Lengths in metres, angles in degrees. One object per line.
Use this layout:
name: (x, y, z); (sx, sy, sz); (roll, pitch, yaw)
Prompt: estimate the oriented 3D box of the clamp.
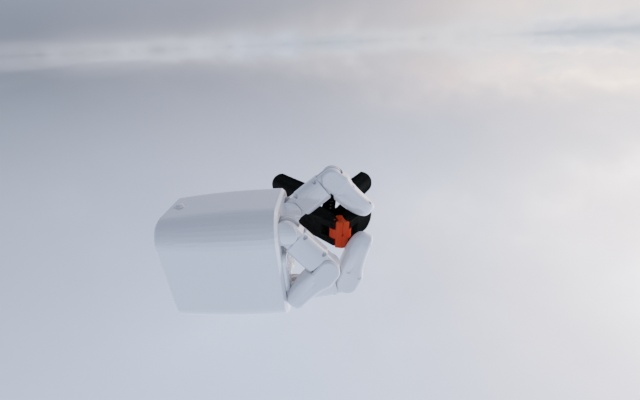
clamp: (0.000, 0.002, 0.522); (0.120, 0.039, 0.171); (-4, 18, 4)
